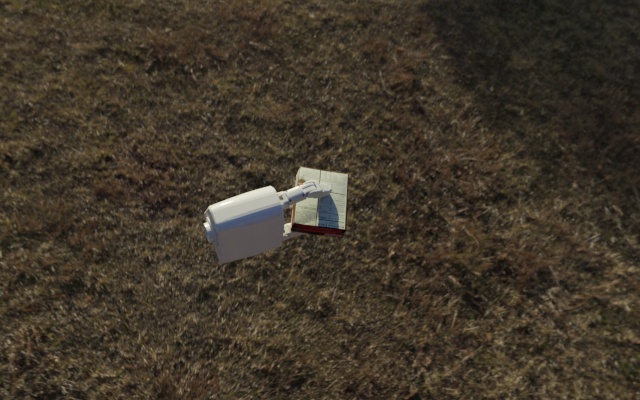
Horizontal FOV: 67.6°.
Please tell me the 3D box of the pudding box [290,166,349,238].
[{"bbox_3d":[0.000,0.003,0.807,0.090,0.113,0.039,9,-25,-7],"label":"pudding box"}]
